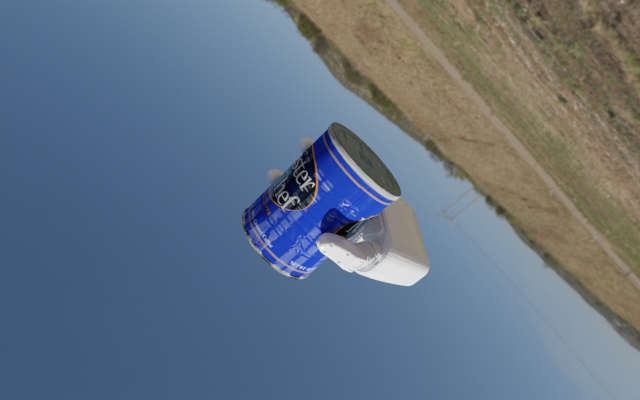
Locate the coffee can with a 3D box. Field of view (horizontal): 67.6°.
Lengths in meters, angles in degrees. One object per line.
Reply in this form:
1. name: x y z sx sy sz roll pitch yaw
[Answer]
1. coffee can: 0.000 0.002 0.511 0.140 0.102 0.103 -43 -17 19
